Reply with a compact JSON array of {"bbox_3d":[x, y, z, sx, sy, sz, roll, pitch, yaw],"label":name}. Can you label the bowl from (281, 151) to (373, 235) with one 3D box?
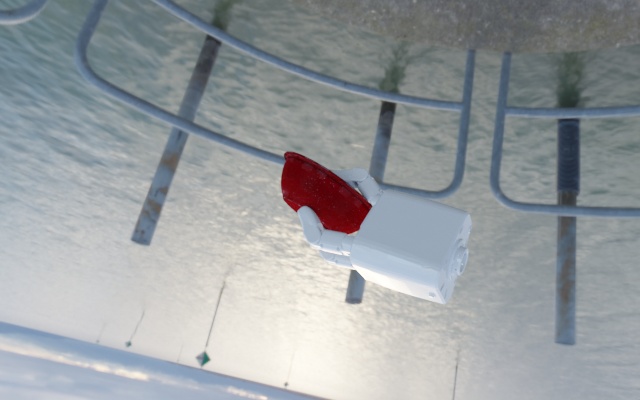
[{"bbox_3d":[-0.001,0.002,0.666,0.162,0.055,0.162,35,-9,6],"label":"bowl"}]
